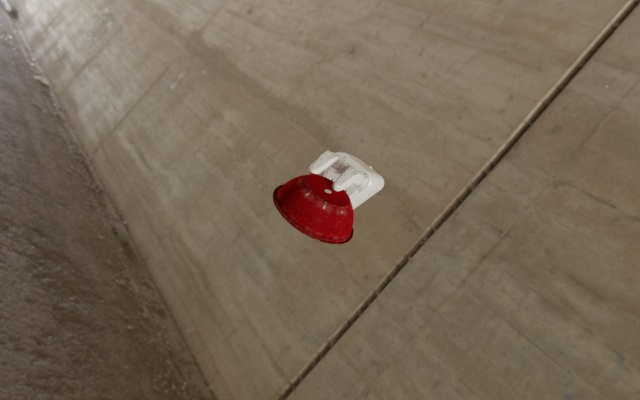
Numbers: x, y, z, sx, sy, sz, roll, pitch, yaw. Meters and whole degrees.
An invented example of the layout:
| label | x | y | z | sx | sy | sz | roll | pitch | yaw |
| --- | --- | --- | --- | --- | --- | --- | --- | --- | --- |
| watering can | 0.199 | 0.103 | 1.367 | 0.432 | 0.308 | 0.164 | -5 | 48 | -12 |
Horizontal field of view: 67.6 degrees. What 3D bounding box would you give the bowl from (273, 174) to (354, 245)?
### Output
| label | x | y | z | sx | sy | sz | roll | pitch | yaw |
| --- | --- | --- | --- | --- | --- | --- | --- | --- | --- |
| bowl | 0.000 | 0.003 | 0.833 | 0.162 | 0.055 | 0.162 | 25 | 27 | -14 |
